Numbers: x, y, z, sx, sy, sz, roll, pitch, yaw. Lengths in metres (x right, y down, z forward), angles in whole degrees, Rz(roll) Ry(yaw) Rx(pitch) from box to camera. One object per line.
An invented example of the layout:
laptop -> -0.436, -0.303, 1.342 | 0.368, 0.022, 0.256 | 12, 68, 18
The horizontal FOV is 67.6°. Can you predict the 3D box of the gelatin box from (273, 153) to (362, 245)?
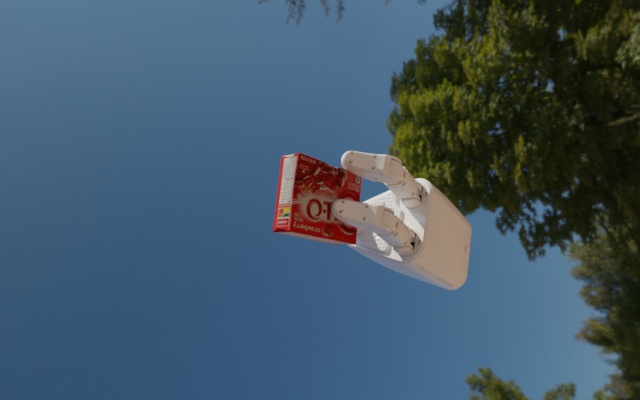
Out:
gelatin box -> 0.000, 0.001, 0.461 | 0.089, 0.073, 0.030 | 16, -15, -41
